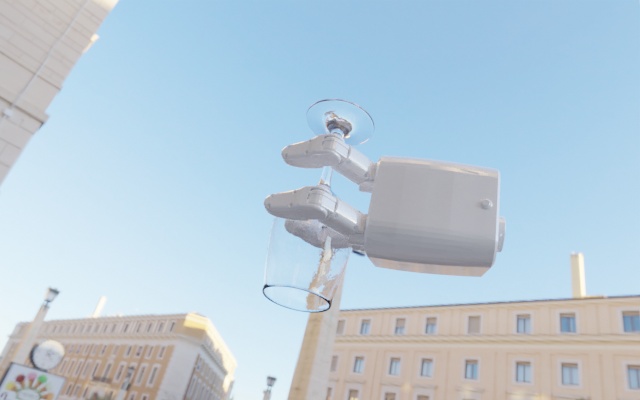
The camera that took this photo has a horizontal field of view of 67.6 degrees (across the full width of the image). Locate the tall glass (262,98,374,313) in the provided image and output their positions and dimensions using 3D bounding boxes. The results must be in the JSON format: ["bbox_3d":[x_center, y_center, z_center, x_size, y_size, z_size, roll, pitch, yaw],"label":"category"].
[{"bbox_3d":[0.000,0.001,0.460,0.079,0.201,0.079,11,-29,6],"label":"tall glass"}]
